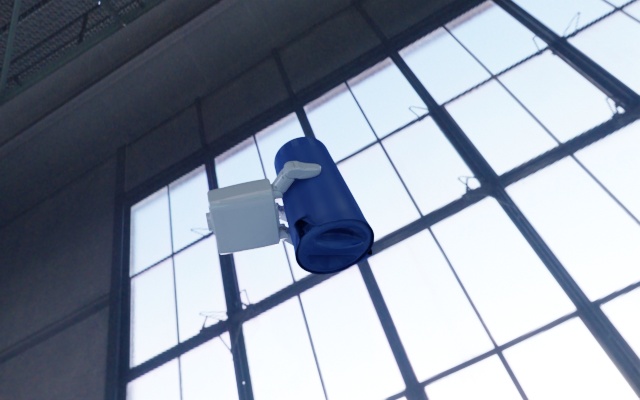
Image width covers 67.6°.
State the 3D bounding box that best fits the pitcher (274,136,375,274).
[{"bbox_3d":[0.000,0.003,0.844,0.145,0.149,0.242,-11,46,-11],"label":"pitcher"}]
